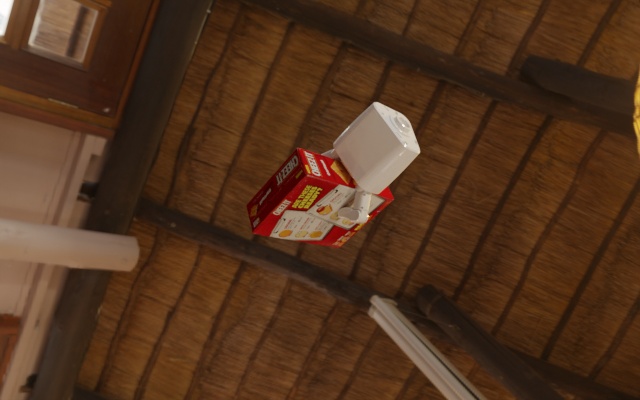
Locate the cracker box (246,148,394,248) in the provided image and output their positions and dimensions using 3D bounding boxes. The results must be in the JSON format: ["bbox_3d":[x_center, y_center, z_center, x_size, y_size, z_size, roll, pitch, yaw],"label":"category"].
[{"bbox_3d":[0.000,0.003,0.864,0.214,0.072,0.164,14,-47,-40],"label":"cracker box"}]
